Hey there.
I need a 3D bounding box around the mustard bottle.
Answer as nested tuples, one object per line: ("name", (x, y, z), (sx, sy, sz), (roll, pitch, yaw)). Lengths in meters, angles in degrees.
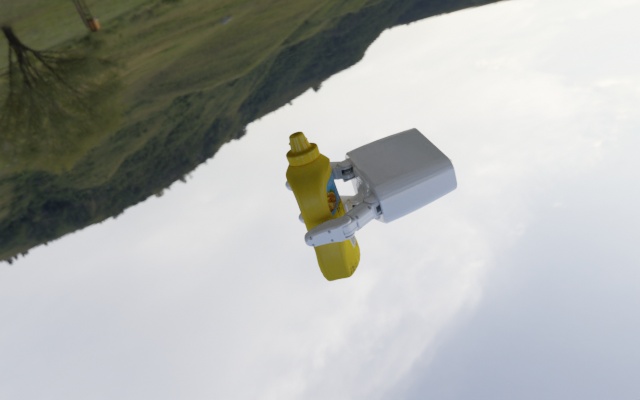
("mustard bottle", (0.000, 0.002, 0.610), (0.058, 0.192, 0.096), (-13, 26, 13))
